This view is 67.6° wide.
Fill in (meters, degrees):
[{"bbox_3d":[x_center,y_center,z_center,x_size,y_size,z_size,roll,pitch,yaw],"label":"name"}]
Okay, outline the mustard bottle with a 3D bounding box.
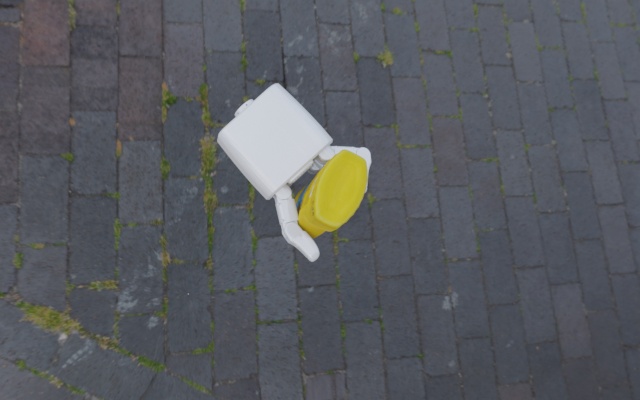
[{"bbox_3d":[0.000,0.002,0.638,0.058,0.096,0.192,24,-16,-10],"label":"mustard bottle"}]
